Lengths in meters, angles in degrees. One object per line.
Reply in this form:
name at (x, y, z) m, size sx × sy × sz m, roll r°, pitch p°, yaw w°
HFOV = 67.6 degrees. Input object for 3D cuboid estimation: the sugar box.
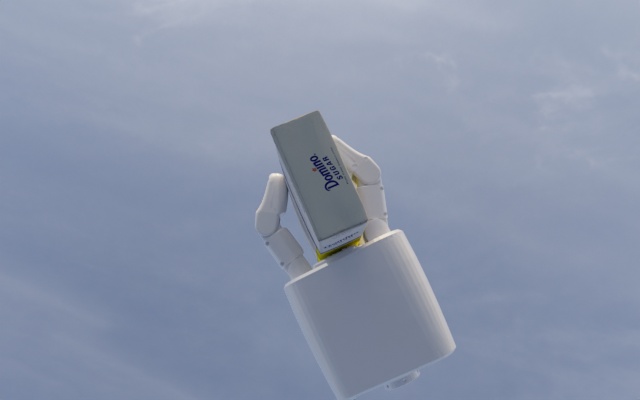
sugar box at (0.001, 0.001, 0.418) m, size 0.048 × 0.093 × 0.176 m, roll -22°, pitch -12°, yaw -7°
